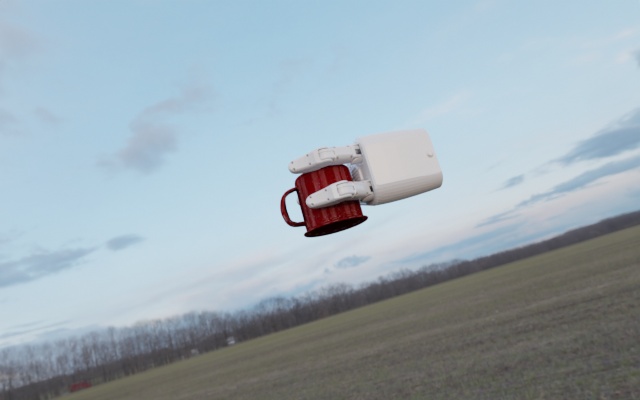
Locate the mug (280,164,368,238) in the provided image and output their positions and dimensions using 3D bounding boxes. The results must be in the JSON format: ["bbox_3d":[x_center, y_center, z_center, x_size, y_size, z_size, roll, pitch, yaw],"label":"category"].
[{"bbox_3d":[-0.001,0.002,0.667,0.117,0.081,0.093,-12,-13,-16],"label":"mug"}]
